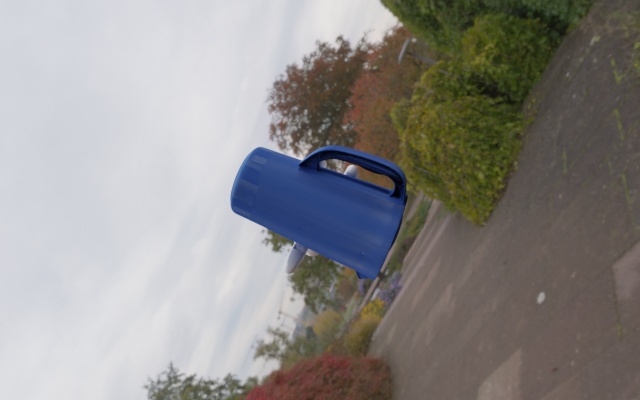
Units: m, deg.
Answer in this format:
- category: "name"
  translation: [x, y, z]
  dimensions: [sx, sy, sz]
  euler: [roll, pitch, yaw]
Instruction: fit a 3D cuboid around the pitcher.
- category: "pitcher"
  translation: [0.000, 0.002, 0.699]
  dimensions: [0.243, 0.149, 0.145]
  euler: [22, -16, 5]
